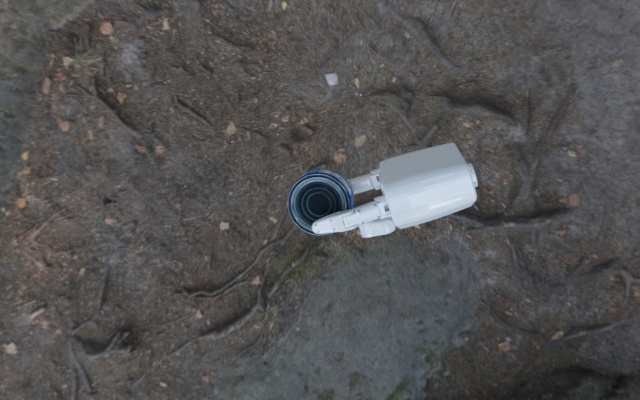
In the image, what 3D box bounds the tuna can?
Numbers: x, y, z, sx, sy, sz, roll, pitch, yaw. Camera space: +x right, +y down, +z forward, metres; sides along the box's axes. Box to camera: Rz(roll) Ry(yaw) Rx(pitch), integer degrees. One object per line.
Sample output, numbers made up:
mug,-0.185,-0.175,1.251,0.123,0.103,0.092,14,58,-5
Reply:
tuna can,0.000,0.002,0.630,0.086,0.086,0.033,0,14,10
